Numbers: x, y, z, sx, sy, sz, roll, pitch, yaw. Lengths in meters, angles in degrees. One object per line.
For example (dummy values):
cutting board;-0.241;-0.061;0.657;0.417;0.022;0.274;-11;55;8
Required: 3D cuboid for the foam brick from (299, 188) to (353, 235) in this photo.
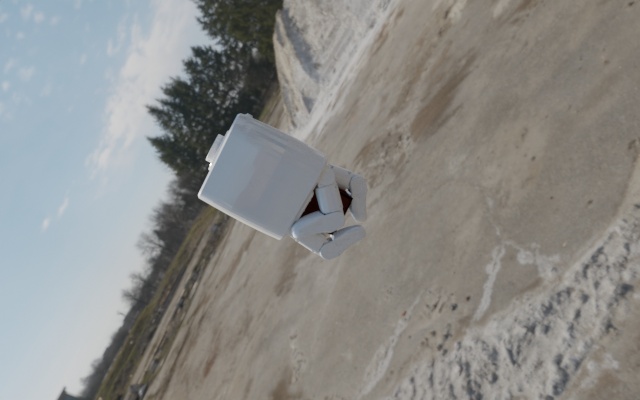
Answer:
foam brick;0.000;0.002;0.591;0.051;0.053;0.078;26;5;-11
